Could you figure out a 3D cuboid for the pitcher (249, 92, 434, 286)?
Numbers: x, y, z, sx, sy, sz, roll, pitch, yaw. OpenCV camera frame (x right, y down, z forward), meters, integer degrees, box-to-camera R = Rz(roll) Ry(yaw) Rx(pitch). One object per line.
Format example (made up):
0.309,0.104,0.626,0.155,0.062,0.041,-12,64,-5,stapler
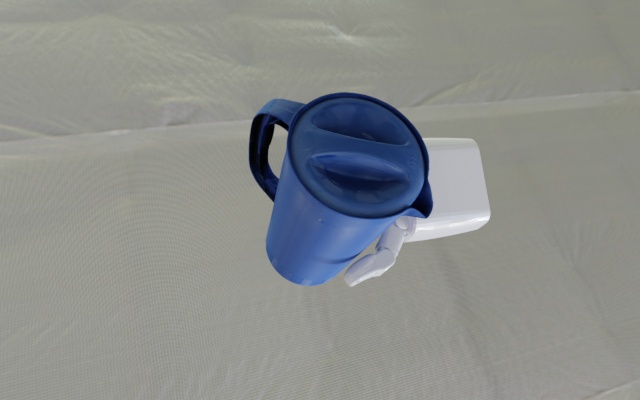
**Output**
0.000,0.002,0.521,0.145,0.149,0.243,-8,-24,-19,pitcher
